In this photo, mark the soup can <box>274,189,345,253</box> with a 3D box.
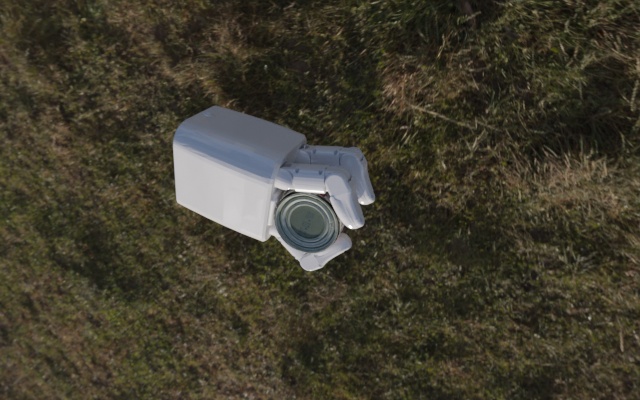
[{"bbox_3d":[0.000,0.002,0.498,0.068,0.068,0.102,0,24,18],"label":"soup can"}]
